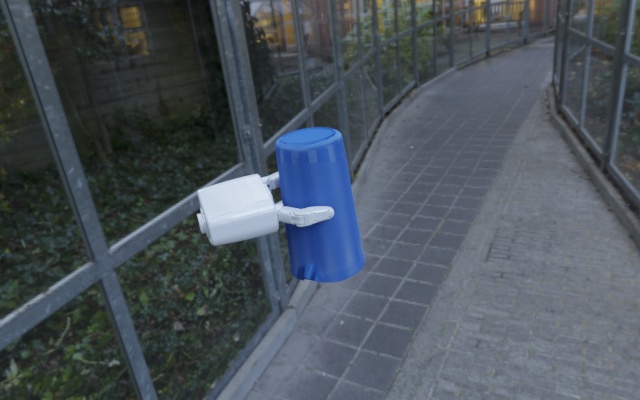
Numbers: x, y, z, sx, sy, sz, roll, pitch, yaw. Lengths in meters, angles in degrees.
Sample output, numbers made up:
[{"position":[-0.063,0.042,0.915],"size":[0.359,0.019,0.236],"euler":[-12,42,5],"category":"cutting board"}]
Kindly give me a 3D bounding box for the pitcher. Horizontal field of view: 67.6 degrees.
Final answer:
[{"position":[0.000,0.003,0.808],"size":[0.145,0.243,0.149],"euler":[-15,23,-17],"category":"pitcher"}]
